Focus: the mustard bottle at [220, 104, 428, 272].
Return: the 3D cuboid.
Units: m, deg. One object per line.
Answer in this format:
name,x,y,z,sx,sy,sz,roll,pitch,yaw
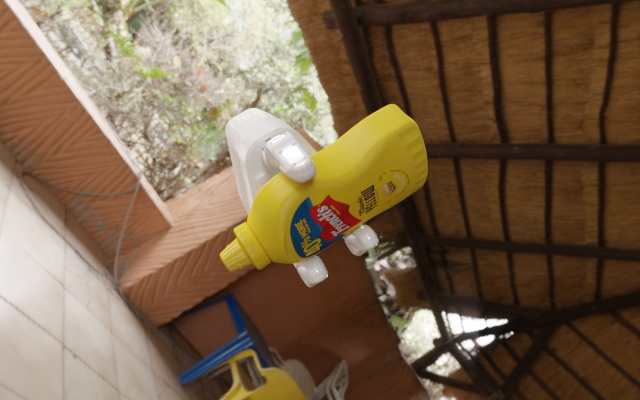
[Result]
mustard bottle,0.000,0.001,0.411,0.191,0.058,0.096,-32,-34,-9
